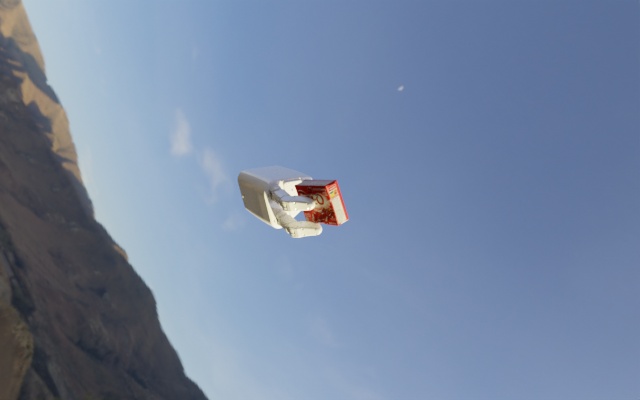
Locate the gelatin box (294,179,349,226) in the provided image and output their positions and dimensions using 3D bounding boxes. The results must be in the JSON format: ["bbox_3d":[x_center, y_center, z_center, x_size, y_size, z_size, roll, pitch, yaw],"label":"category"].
[{"bbox_3d":[0.001,0.003,0.816,0.030,0.073,0.089,-30,21,-35],"label":"gelatin box"}]
